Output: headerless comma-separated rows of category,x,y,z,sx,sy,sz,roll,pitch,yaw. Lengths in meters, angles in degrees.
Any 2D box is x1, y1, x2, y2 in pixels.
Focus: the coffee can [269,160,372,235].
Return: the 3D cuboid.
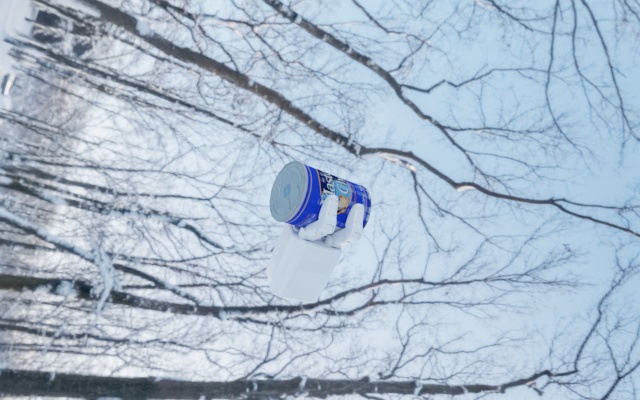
coffee can,0.000,0.002,0.804,0.140,0.103,0.103,18,-10,-33
